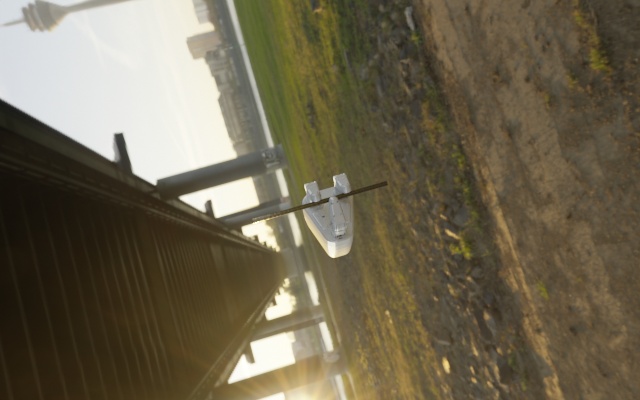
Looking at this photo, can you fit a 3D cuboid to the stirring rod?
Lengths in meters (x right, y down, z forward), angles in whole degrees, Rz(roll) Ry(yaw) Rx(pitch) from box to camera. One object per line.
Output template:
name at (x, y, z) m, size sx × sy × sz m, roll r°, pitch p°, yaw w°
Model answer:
stirring rod at (0.000, 0.003, 0.819) m, size 0.239 × 0.011 × 0.011 m, roll -16°, pitch 1°, yaw -5°
